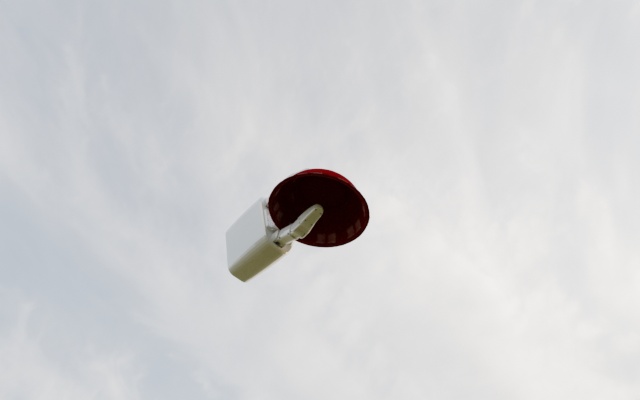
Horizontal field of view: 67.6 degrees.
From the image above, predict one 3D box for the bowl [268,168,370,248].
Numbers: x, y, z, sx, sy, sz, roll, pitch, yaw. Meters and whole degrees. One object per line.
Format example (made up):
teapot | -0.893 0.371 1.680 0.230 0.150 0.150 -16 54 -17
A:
bowl | 0.001 0.002 0.768 0.162 0.162 0.055 0 42 11
